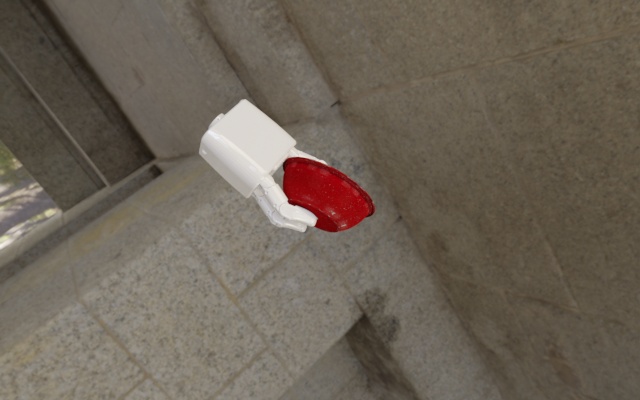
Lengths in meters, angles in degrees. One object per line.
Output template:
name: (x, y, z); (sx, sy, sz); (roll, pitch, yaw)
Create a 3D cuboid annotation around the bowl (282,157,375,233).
bowl: (0.001, 0.003, 0.735); (0.162, 0.055, 0.162); (26, -20, 10)
